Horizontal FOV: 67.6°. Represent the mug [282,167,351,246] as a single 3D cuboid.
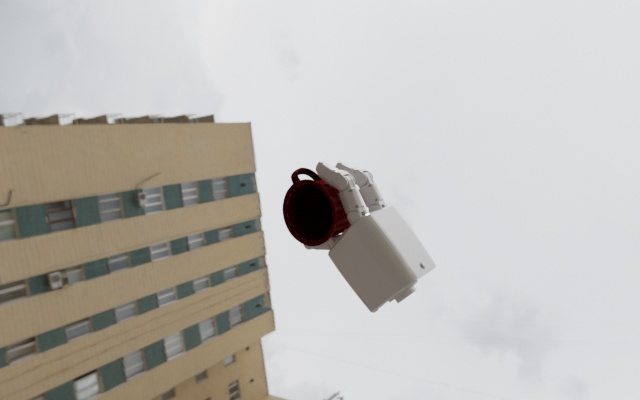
[{"bbox_3d":[-0.001,0.001,0.687,0.093,0.117,0.081,-45,-18,33],"label":"mug"}]
